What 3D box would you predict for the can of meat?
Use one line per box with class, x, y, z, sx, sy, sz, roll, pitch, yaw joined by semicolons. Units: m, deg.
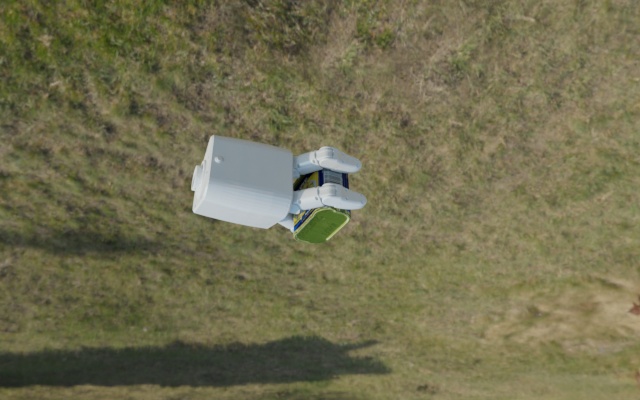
can of meat;0.000;0.002;0.656;0.057;0.084;0.102;14;-35;-23
